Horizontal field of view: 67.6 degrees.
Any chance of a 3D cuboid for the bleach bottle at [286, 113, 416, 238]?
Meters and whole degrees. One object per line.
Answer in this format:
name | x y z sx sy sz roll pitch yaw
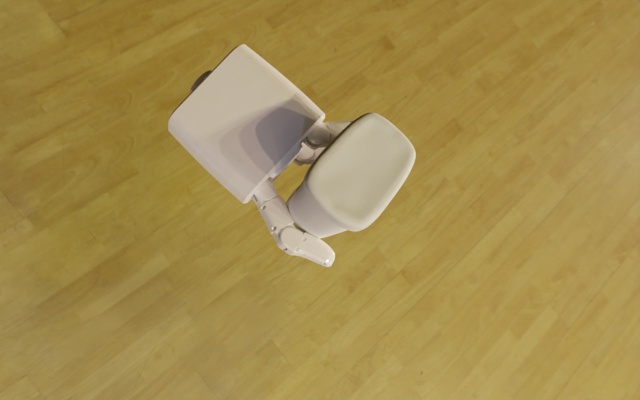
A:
bleach bottle | 0.000 0.002 0.493 0.068 0.102 0.251 42 -22 -4
